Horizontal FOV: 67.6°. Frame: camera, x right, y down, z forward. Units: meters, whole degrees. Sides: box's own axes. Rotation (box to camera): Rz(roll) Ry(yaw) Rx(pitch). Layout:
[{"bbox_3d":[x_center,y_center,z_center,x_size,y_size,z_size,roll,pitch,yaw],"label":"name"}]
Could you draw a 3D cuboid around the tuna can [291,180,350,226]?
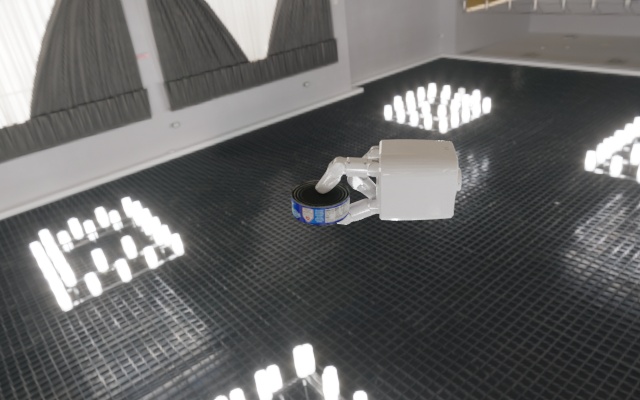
[{"bbox_3d":[0.000,0.003,0.697,0.086,0.034,0.086,-1,28,0],"label":"tuna can"}]
